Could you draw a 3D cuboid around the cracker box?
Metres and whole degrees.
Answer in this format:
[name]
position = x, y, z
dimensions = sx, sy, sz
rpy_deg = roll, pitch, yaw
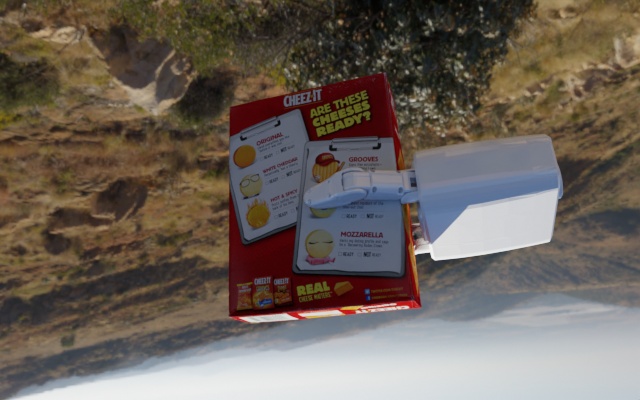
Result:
[cracker box]
position = 0.000, 0.002, 0.458
dimensions = 0.164, 0.213, 0.072
rpy_deg = -9, -21, 14
